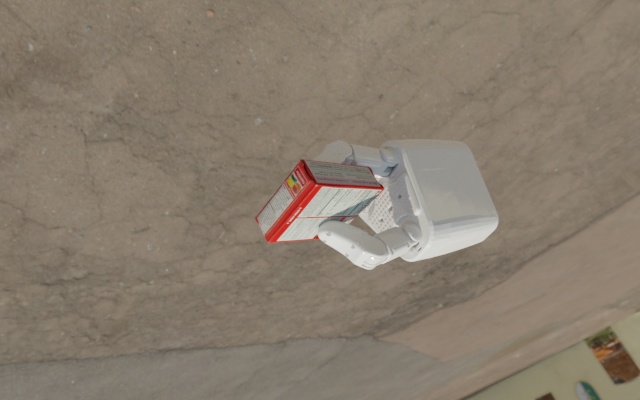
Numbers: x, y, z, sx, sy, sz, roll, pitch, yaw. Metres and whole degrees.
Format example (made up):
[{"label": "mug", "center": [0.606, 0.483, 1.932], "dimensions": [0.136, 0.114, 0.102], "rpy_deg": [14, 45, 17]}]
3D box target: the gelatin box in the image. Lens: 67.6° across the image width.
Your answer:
[{"label": "gelatin box", "center": [0.000, 0.002, 0.407], "dimensions": [0.089, 0.030, 0.073], "rpy_deg": [0, -40, -47]}]
